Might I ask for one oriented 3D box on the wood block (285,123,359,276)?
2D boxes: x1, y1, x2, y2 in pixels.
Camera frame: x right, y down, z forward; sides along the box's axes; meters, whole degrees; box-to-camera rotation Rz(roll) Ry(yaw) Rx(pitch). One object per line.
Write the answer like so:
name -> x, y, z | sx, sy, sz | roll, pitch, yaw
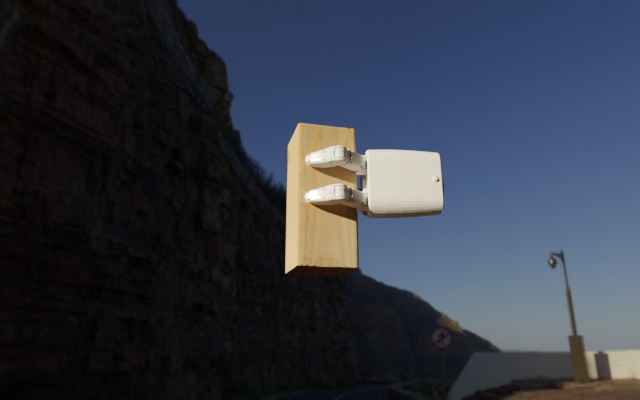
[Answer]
wood block -> 0.000, 0.002, 0.708 | 0.090, 0.206, 0.091 | 4, -17, -13
